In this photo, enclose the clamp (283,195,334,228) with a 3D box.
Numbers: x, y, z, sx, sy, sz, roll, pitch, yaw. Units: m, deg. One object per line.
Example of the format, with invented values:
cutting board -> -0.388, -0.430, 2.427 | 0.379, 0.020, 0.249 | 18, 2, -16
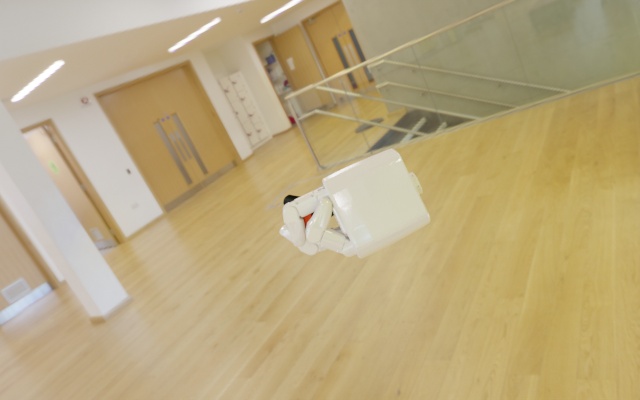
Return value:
clamp -> 0.000, 0.002, 0.726 | 0.120, 0.039, 0.171 | -26, 16, 2
